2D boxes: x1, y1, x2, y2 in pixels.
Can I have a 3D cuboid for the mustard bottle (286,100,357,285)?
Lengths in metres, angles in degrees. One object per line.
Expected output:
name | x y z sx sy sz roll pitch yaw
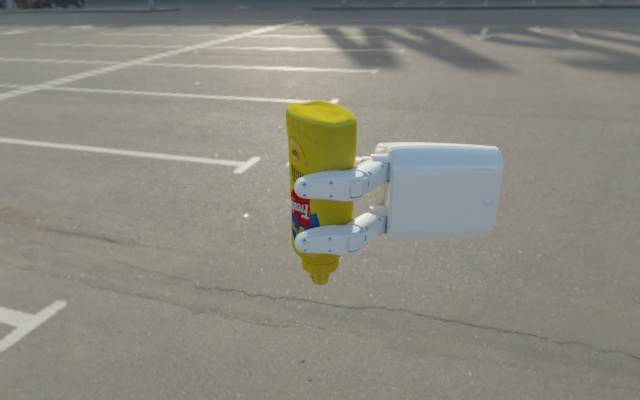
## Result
mustard bottle | 0.000 0.001 0.486 0.058 0.192 0.096 -12 27 -23
